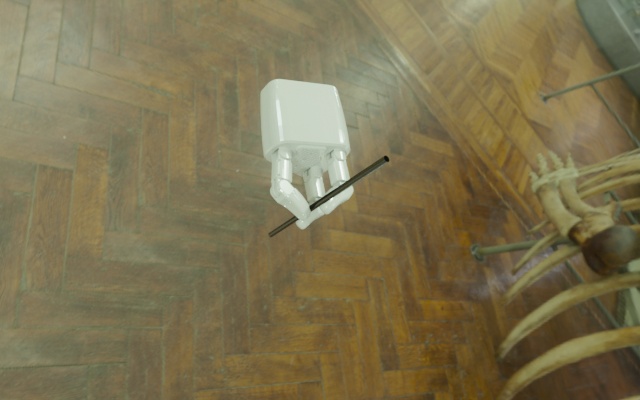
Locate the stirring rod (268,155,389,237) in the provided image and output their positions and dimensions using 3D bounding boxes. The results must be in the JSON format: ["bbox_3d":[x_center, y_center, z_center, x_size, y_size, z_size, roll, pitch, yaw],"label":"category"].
[{"bbox_3d":[0.000,0.002,0.600,0.011,0.011,0.239,0,-23,-40],"label":"stirring rod"}]
